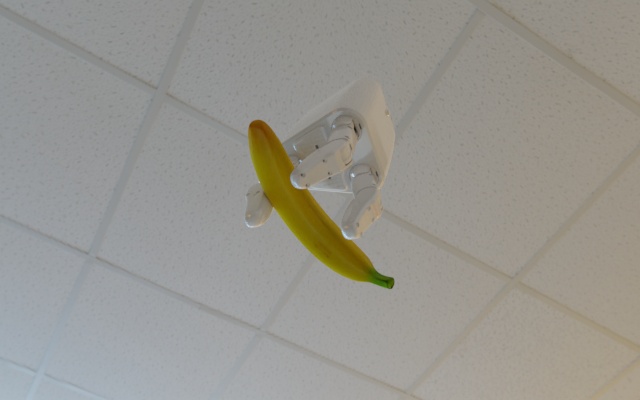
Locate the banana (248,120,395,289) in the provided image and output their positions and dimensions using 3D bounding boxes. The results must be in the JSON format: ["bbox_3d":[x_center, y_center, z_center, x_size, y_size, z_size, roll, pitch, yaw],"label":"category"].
[{"bbox_3d":[-0.009,0.010,0.455,0.070,0.198,0.037,-30,16,48],"label":"banana"}]
